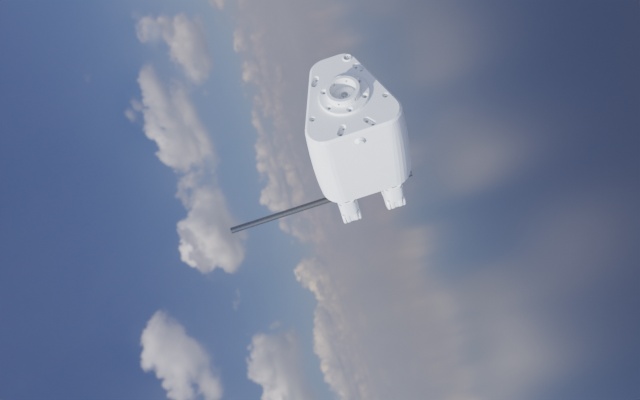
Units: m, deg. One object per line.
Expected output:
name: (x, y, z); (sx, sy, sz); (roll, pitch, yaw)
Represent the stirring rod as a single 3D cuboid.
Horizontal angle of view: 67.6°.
stirring rod: (0.000, 0.002, 0.607); (0.239, 0.011, 0.011); (-18, -1, 3)
